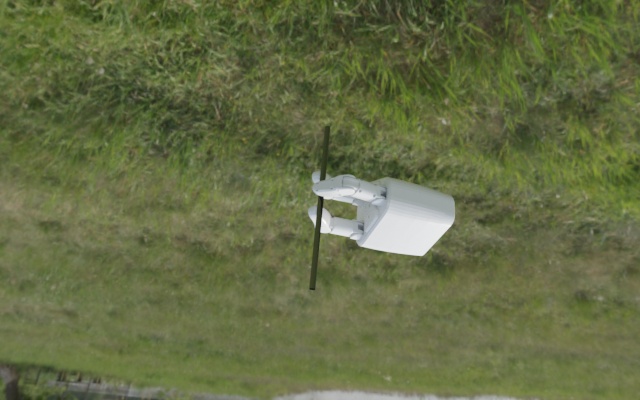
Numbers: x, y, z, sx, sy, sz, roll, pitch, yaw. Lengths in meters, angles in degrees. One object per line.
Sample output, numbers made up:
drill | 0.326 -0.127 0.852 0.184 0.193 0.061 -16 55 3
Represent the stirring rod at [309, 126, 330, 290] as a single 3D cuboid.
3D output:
stirring rod | 0.000 0.002 0.647 0.011 0.239 0.011 5 -24 2
